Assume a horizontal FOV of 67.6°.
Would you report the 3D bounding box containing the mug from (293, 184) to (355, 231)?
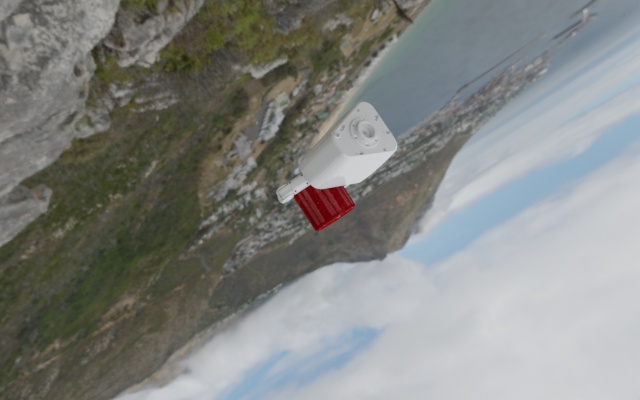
[{"bbox_3d":[0.000,0.003,0.819,0.093,0.081,0.117,-30,-7,-32],"label":"mug"}]
